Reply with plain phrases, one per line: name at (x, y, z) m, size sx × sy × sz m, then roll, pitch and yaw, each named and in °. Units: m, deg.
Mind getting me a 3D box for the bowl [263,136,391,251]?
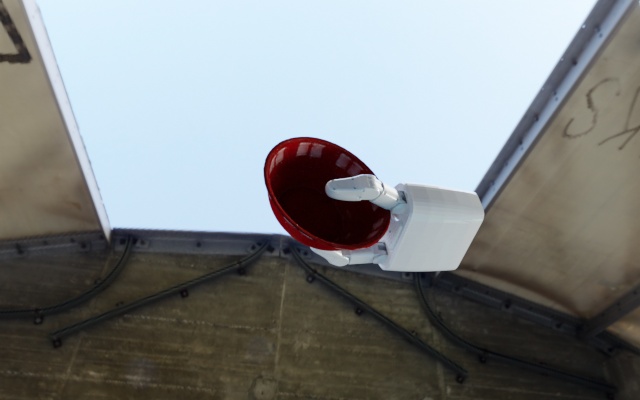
bowl at (-0.001, 0.002, 0.561) m, size 0.162 × 0.162 × 0.055 m, roll 0°, pitch -36°, yaw -33°
